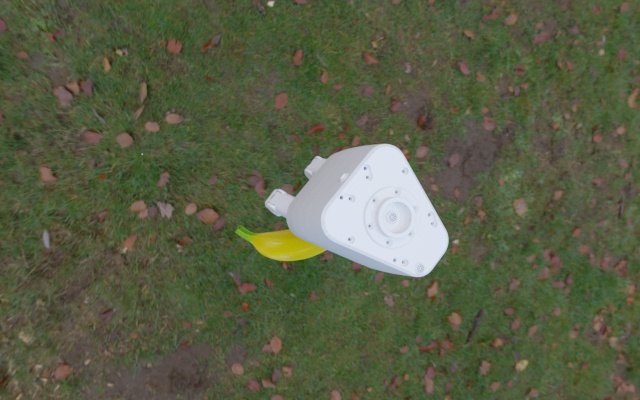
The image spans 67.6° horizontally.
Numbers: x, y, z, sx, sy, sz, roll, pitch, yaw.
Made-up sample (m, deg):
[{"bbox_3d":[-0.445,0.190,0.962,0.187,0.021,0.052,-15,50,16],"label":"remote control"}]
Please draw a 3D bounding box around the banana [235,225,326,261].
[{"bbox_3d":[0.005,0.020,0.557,0.198,0.069,0.037,-25,1,-14],"label":"banana"}]
